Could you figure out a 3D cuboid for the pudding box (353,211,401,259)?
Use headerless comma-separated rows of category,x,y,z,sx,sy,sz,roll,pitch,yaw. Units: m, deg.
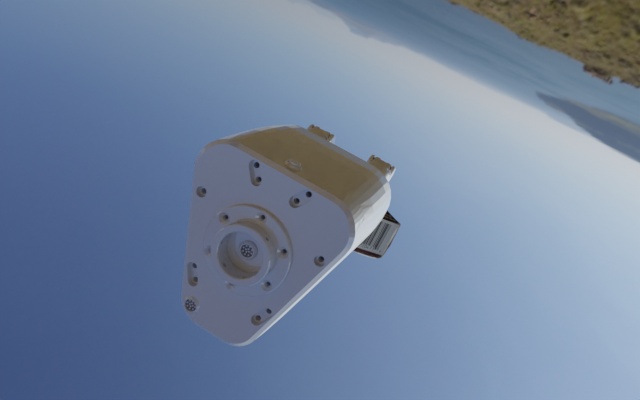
pudding box,0.000,0.002,0.409,0.113,0.039,0.090,22,14,-18
